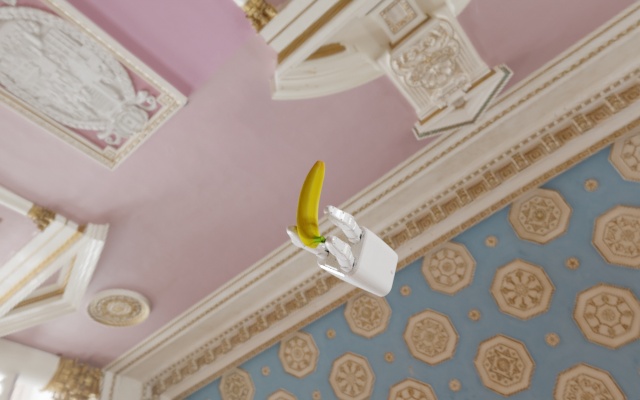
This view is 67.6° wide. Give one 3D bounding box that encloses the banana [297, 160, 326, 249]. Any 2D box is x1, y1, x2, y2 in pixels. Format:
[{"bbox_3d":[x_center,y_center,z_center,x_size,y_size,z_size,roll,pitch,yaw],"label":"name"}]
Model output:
[{"bbox_3d":[-0.013,0.014,0.839,0.070,0.197,0.037,-34,-51,29],"label":"banana"}]
